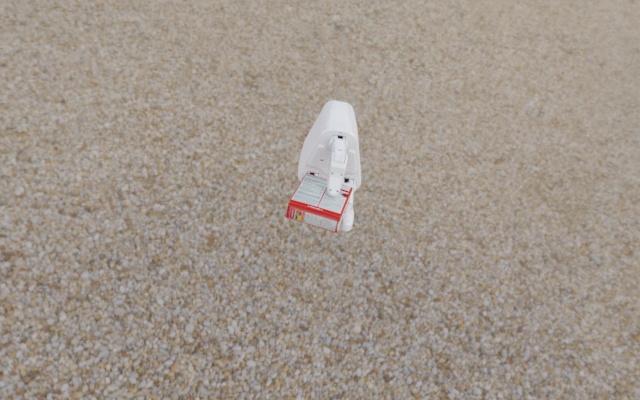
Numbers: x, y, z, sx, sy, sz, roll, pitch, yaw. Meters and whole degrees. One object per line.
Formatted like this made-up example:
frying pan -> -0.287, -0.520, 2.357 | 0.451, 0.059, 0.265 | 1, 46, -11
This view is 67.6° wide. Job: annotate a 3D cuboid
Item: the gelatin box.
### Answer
gelatin box -> 0.000, 0.002, 0.664 | 0.073, 0.030, 0.089 | 17, 32, 6
